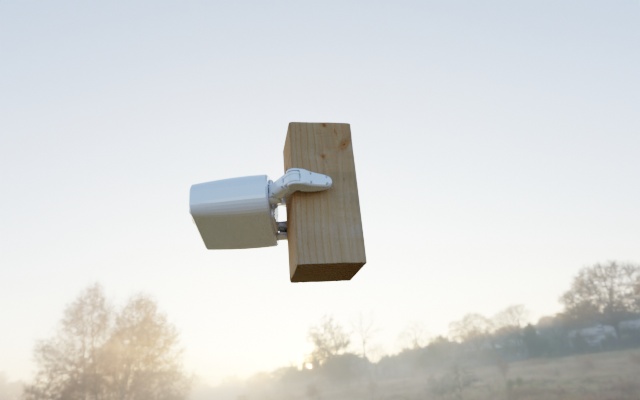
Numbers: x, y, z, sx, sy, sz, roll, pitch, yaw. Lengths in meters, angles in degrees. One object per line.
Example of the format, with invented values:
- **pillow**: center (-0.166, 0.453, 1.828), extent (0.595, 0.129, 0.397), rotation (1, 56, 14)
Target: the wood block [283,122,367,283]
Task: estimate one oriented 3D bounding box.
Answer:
- **wood block**: center (0.000, 0.002, 0.665), extent (0.090, 0.206, 0.091), rotation (0, -24, -11)
